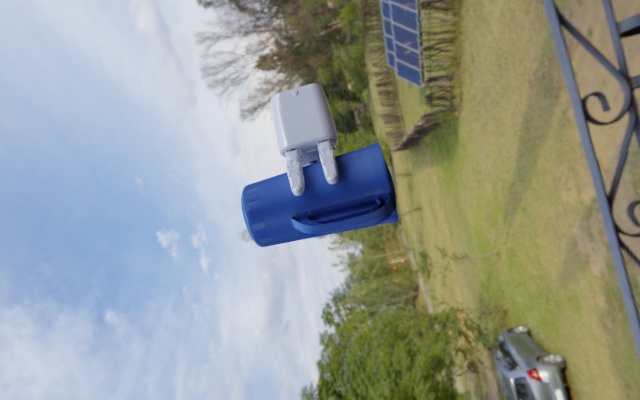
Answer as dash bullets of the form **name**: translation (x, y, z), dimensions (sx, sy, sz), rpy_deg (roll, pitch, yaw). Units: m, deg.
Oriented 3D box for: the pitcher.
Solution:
- **pitcher**: translation (0.000, 0.002, 0.775), dimensions (0.243, 0.145, 0.149), rpy_deg (-15, -17, 5)
